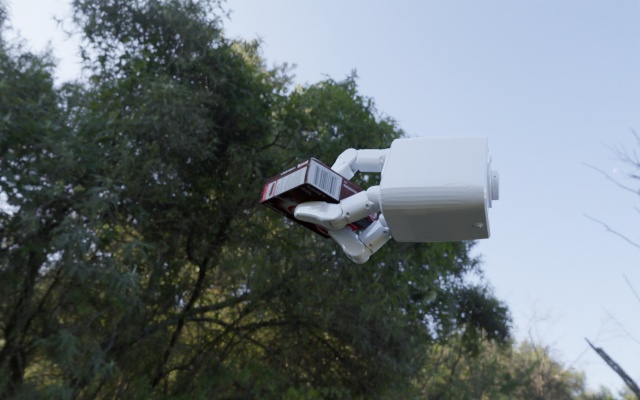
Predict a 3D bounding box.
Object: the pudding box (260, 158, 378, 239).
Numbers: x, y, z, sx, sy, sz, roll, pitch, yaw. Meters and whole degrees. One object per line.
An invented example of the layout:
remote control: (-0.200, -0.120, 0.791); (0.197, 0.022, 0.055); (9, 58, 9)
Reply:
pudding box: (0.000, 0.002, 0.568); (0.113, 0.039, 0.090); (32, -35, -30)
